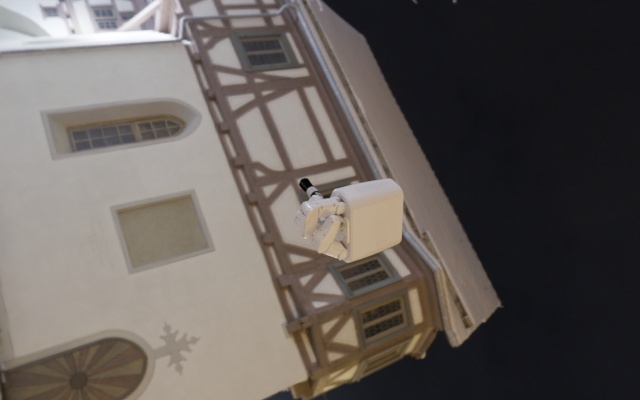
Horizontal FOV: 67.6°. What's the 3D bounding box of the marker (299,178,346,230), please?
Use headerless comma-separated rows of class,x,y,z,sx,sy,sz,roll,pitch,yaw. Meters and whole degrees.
marker,0.000,0.002,0.750,0.020,0.020,0.121,0,35,-38
